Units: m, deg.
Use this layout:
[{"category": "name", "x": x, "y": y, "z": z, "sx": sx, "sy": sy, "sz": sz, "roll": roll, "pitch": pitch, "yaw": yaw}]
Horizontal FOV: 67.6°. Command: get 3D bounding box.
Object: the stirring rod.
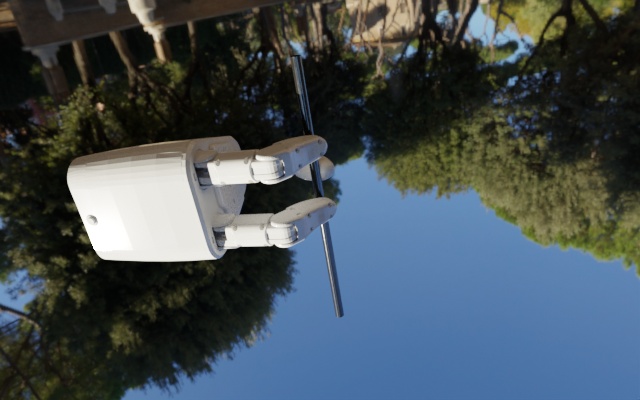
[{"category": "stirring rod", "x": 0.000, "y": 0.001, "z": 0.401, "sx": 0.011, "sy": 0.240, "sz": 0.011, "roll": -8, "pitch": 26, "yaw": 4}]
